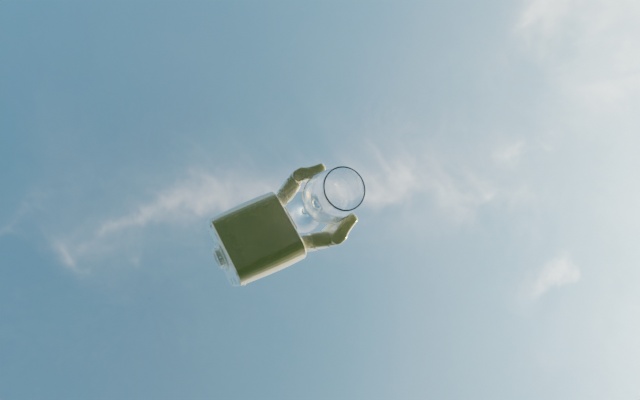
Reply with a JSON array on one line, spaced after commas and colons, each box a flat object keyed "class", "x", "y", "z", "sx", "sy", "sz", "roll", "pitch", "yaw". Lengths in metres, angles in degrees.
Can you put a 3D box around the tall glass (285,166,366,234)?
[{"class": "tall glass", "x": 0.000, "y": 0.002, "z": 0.732, "sx": 0.079, "sy": 0.079, "sz": 0.201, "roll": 0, "pitch": -11, "yaw": -20}]
